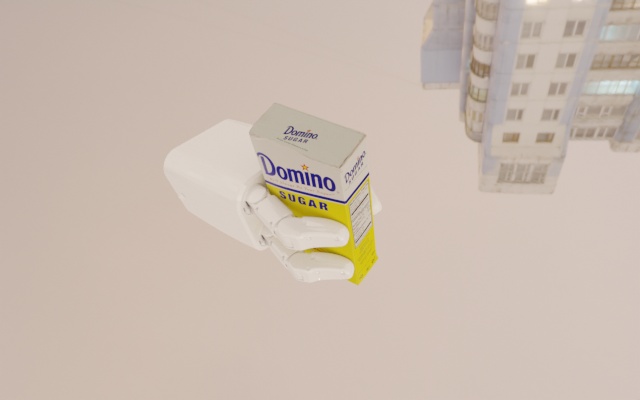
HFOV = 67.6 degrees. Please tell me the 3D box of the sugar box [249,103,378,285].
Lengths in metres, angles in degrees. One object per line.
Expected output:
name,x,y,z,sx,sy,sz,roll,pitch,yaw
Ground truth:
sugar box,0.000,0.002,0.437,0.093,0.048,0.176,24,-29,27
